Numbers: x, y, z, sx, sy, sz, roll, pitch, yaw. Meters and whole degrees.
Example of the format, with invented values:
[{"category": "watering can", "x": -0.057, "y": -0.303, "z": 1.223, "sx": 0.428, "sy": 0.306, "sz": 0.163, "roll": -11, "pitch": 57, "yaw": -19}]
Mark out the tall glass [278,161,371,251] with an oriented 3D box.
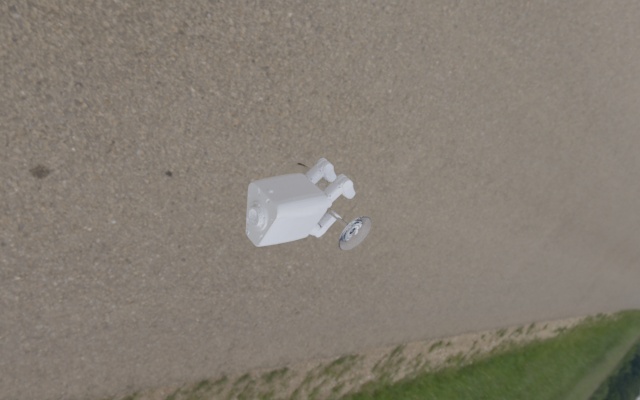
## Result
[{"category": "tall glass", "x": 0.001, "y": 0.003, "z": 0.889, "sx": 0.079, "sy": 0.079, "sz": 0.201, "roll": 0, "pitch": 34, "yaw": -47}]
